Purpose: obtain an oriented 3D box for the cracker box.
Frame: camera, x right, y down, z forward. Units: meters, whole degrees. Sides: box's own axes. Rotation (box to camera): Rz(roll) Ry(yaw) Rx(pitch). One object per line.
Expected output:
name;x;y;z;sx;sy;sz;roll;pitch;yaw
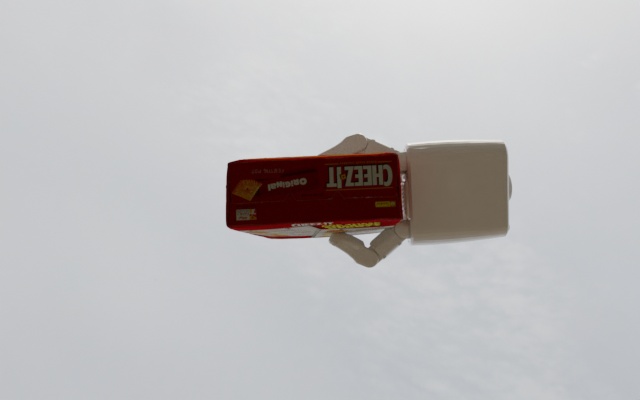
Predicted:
cracker box;0.000;0.002;0.540;0.164;0.072;0.214;-3;-8;4
